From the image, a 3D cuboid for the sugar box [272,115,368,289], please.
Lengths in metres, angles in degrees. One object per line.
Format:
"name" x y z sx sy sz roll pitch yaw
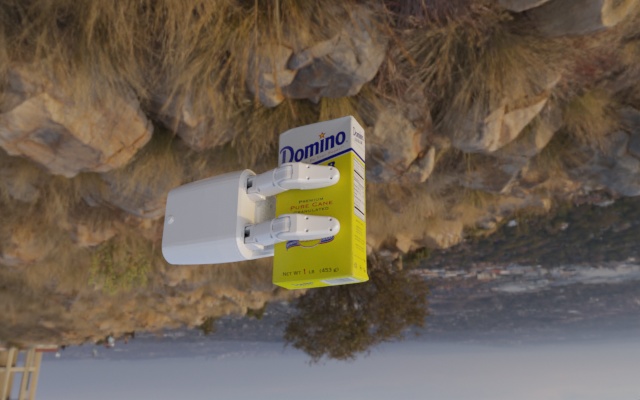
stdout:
"sugar box" 0.000 0.002 0.511 0.093 0.176 0.048 -10 -21 24
